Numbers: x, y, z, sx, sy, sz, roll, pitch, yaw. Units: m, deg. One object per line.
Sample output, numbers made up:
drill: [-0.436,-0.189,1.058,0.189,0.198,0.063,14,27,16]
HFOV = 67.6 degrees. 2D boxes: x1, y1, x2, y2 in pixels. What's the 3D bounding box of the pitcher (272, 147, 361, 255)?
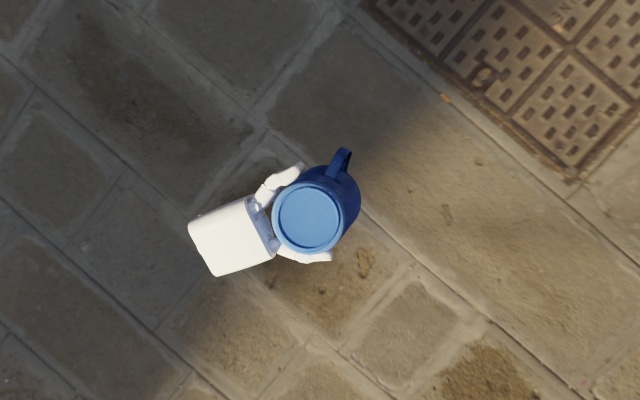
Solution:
pitcher: [0.000,0.003,0.783,0.145,0.149,0.243,-19,4,8]
